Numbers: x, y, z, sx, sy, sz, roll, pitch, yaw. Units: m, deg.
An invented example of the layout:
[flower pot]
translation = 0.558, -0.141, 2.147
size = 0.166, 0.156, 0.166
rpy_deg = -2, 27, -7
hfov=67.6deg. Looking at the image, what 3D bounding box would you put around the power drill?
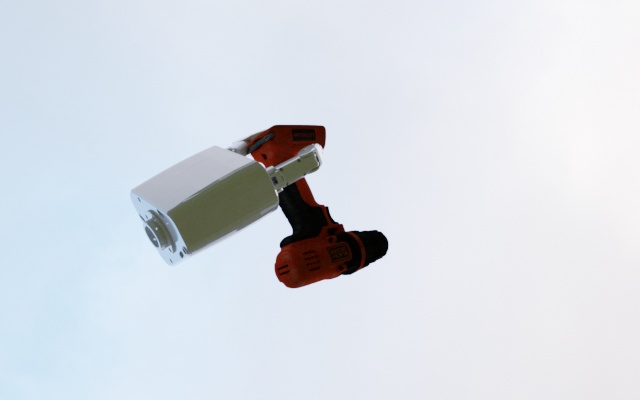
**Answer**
[power drill]
translation = 0.000, 0.002, 0.577
size = 0.057, 0.187, 0.184
rpy_deg = -30, -14, 38
